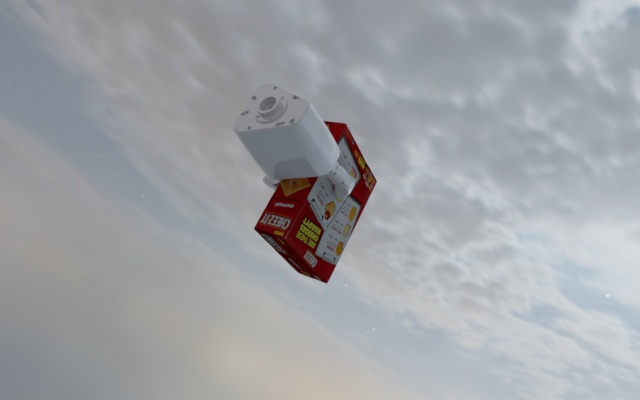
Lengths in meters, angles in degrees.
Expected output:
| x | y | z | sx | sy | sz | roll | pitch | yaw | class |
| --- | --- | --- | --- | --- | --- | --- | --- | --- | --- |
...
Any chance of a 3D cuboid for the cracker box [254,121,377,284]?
| x | y | z | sx | sy | sz | roll | pitch | yaw | class |
| --- | --- | --- | --- | --- | --- | --- | --- | --- | --- |
| 0.000 | 0.002 | 0.785 | 0.072 | 0.213 | 0.164 | 14 | -25 | 34 | cracker box |
